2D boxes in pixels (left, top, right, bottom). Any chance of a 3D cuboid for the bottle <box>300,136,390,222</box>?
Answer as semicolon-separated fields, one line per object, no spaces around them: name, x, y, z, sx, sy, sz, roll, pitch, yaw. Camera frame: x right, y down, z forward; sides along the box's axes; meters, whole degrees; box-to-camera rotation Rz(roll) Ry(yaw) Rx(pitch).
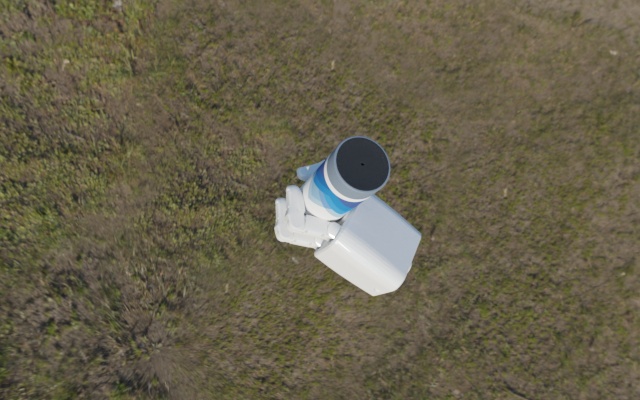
bottle;0.000;0.002;0.648;0.069;0.069;0.296;0;-16;-19
